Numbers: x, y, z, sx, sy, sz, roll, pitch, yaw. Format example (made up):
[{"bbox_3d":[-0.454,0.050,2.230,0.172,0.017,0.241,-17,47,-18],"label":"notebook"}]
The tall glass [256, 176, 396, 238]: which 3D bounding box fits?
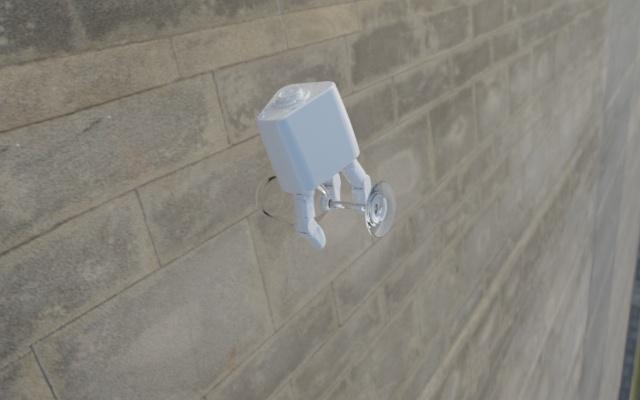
[{"bbox_3d":[0.001,0.002,0.678,0.201,0.079,0.079,6,4,37],"label":"tall glass"}]
